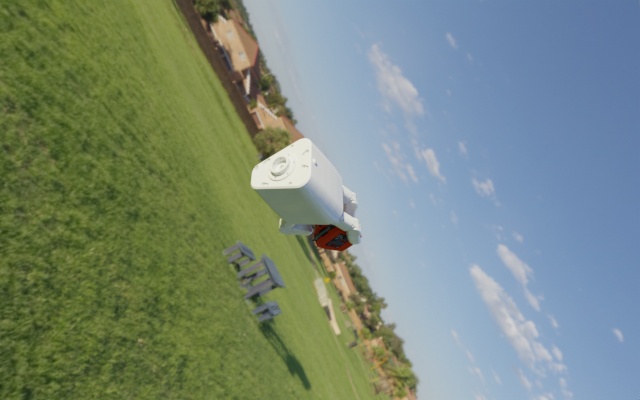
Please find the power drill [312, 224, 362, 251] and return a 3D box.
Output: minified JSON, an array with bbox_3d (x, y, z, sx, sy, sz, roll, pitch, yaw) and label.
[{"bbox_3d":[0.000,0.003,0.883,0.057,0.187,0.184,-40,-26,18],"label":"power drill"}]
